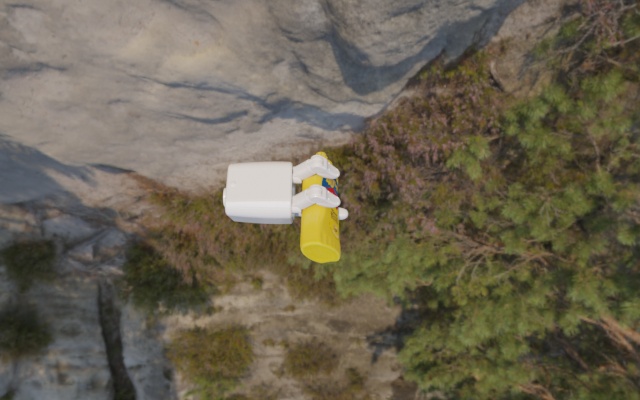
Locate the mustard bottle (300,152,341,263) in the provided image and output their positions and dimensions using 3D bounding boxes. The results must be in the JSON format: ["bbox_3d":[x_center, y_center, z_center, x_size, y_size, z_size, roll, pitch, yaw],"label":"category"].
[{"bbox_3d":[0.000,0.003,0.813,0.058,0.191,0.096,-11,-28,20],"label":"mustard bottle"}]
